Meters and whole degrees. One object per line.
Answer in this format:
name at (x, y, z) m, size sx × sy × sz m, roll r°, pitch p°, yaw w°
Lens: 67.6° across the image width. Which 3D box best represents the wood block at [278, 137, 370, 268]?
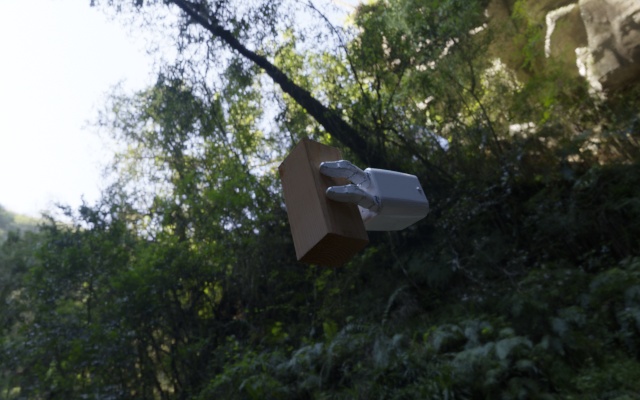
wood block at (0.000, 0.003, 0.833) m, size 0.090 × 0.206 × 0.091 m, roll 14°, pitch -45°, yaw -34°
